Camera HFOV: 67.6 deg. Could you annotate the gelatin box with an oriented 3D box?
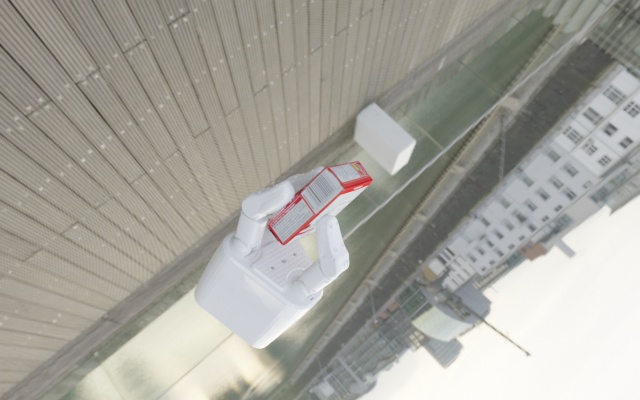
[{"bbox_3d":[0.001,0.002,0.462,0.089,0.030,0.073,-43,-12,26],"label":"gelatin box"}]
